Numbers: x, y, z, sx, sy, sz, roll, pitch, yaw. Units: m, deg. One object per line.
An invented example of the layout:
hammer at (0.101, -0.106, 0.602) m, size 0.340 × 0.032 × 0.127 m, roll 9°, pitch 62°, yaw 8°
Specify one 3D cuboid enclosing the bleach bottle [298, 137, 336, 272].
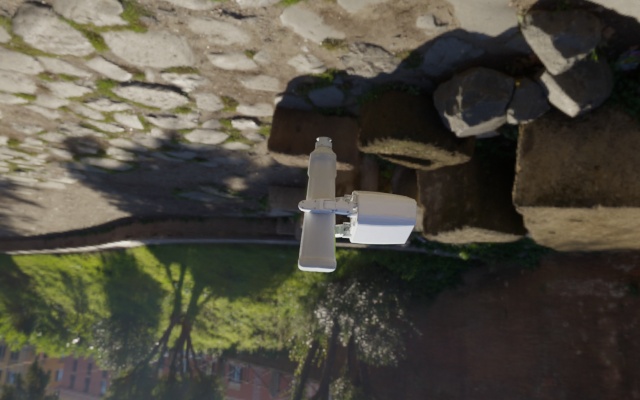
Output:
bleach bottle at (0.000, 0.003, 0.885) m, size 0.068 × 0.250 × 0.102 m, roll 4°, pitch -11°, yaw -2°
